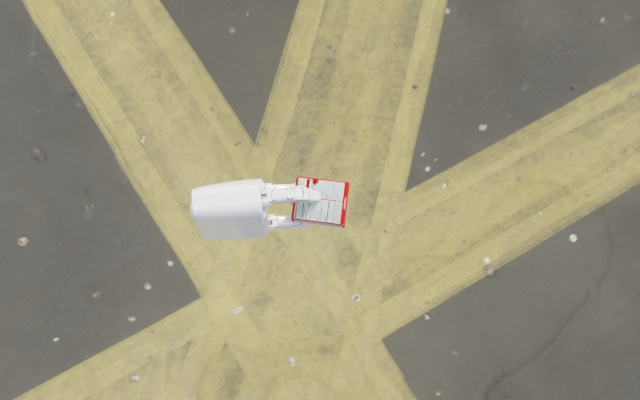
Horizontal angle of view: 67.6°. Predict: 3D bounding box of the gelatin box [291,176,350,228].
[{"bbox_3d":[0.000,0.003,0.783,0.089,0.073,0.030,7,-12,3],"label":"gelatin box"}]
